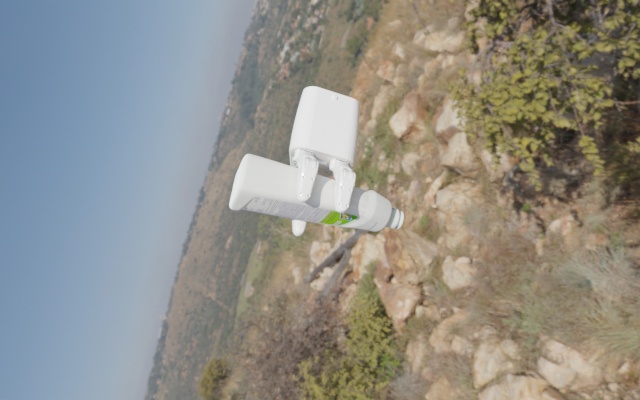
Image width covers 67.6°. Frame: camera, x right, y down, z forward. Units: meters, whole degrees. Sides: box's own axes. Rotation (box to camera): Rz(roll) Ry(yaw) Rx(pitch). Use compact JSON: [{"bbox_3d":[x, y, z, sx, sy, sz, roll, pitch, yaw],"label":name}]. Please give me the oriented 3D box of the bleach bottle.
[{"bbox_3d":[0.000,0.002,0.702,0.251,0.068,0.102,14,-21,-15],"label":"bleach bottle"}]
